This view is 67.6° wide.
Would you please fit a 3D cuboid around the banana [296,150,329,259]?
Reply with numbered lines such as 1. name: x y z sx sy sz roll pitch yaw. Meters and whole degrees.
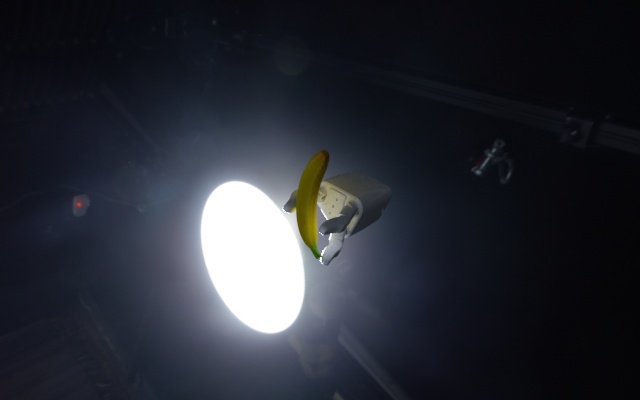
1. banana: -0.014 0.000 0.831 0.069 0.198 0.037 22 30 39
